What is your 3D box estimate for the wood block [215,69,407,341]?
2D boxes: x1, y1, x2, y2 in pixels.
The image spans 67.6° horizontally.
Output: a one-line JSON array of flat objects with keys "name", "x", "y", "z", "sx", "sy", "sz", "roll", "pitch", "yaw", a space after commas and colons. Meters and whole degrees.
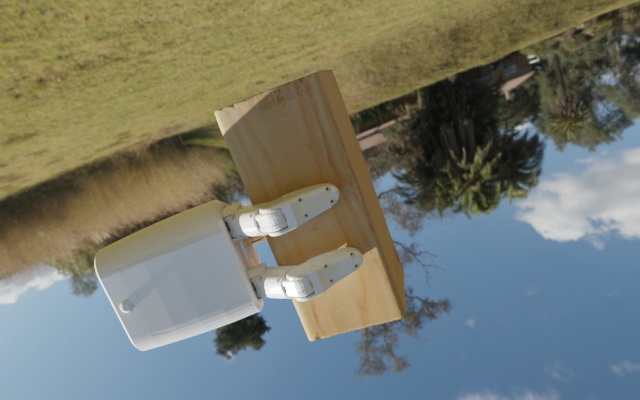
[{"name": "wood block", "x": 0.000, "y": 0.002, "z": 0.416, "sx": 0.090, "sy": 0.206, "sz": 0.090, "roll": -18, "pitch": 13, "yaw": 12}]
